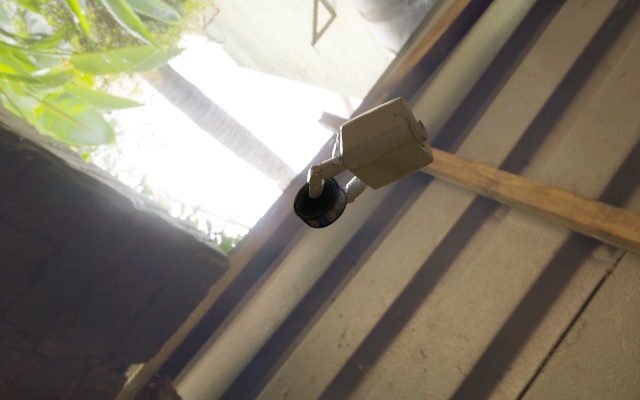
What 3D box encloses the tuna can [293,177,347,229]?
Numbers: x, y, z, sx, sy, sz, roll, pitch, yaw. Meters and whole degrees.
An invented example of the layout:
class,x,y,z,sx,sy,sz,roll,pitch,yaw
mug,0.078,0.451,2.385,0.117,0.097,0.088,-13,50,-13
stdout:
class,x,y,z,sx,sy,sz,roll,pitch,yaw
tuna can,0.000,0.003,0.783,0.086,0.086,0.034,0,-33,38
